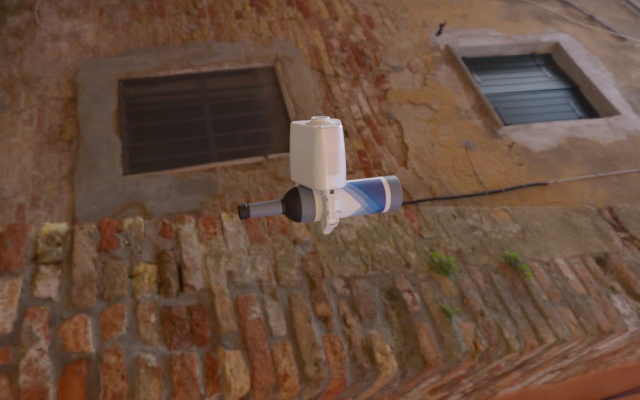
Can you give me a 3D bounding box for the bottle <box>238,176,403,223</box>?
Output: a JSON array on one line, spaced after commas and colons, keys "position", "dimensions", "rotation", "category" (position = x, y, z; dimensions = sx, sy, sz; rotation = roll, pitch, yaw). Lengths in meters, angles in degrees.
[{"position": [0.000, 0.003, 0.861], "dimensions": [0.296, 0.069, 0.069], "rotation": [-7, 2, -16], "category": "bottle"}]
